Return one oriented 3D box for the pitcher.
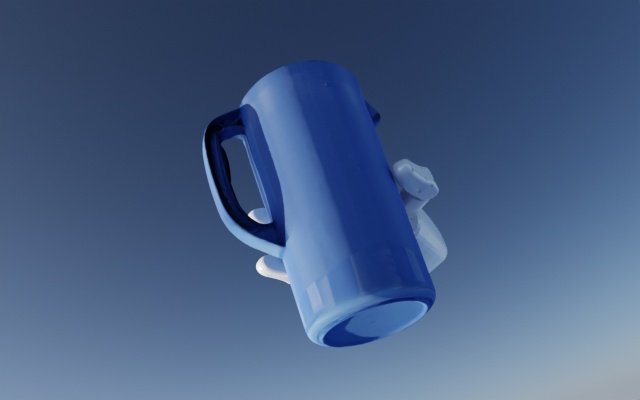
[{"bbox_3d":[0.000,0.001,0.433,0.149,0.242,0.145,-30,-34,18],"label":"pitcher"}]
